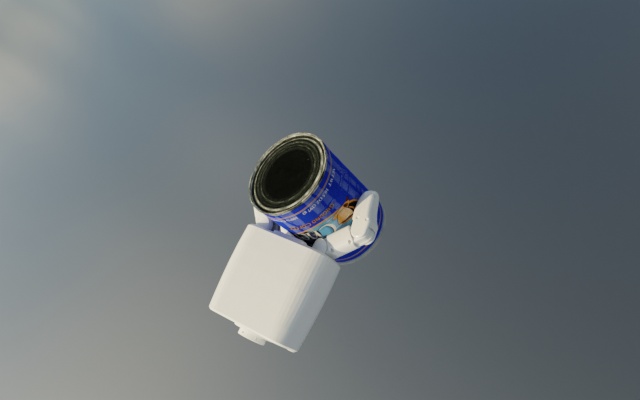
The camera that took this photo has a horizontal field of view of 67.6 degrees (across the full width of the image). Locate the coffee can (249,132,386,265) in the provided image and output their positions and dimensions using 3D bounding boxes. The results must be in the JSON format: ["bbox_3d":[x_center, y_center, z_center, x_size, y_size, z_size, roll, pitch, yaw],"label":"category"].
[{"bbox_3d":[0.000,0.002,0.559,0.103,0.102,0.140,0,-28,37],"label":"coffee can"}]
